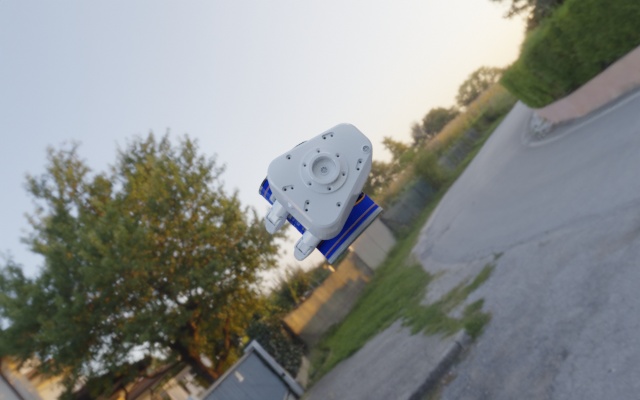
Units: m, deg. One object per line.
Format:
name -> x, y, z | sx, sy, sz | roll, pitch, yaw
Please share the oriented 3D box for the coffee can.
coffee can -> 0.000, 0.002, 0.655 | 0.140, 0.103, 0.103 | 43, 7, 7
